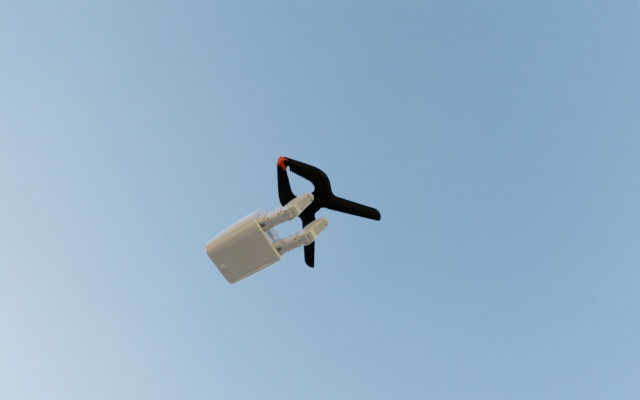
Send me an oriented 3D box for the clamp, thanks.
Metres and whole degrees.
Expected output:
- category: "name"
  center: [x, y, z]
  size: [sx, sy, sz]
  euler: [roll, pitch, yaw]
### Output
- category: "clamp"
  center: [0.000, 0.002, 0.845]
  size: [0.164, 0.210, 0.036]
  euler: [-30, 22, 3]
